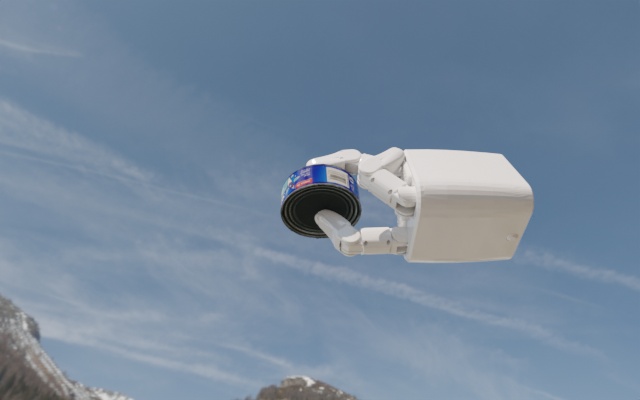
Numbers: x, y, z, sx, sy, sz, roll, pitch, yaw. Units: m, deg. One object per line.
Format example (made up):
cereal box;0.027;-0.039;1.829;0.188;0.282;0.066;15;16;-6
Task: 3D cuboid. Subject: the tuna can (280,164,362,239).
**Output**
tuna can;0.000;0.001;0.515;0.086;0.033;0.086;-2;-43;-1
